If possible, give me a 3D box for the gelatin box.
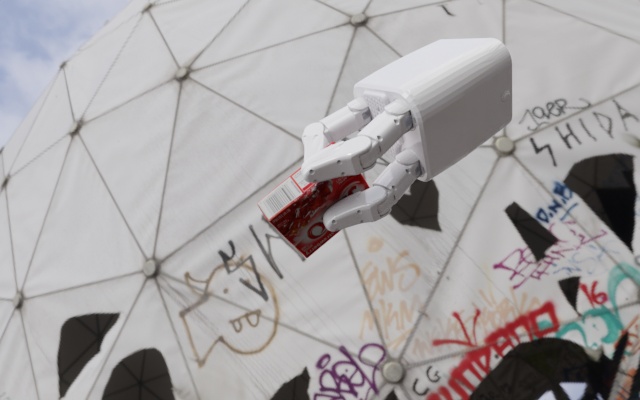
[{"bbox_3d":[0.000,0.001,0.428,0.030,0.089,0.073,51,0,41],"label":"gelatin box"}]
